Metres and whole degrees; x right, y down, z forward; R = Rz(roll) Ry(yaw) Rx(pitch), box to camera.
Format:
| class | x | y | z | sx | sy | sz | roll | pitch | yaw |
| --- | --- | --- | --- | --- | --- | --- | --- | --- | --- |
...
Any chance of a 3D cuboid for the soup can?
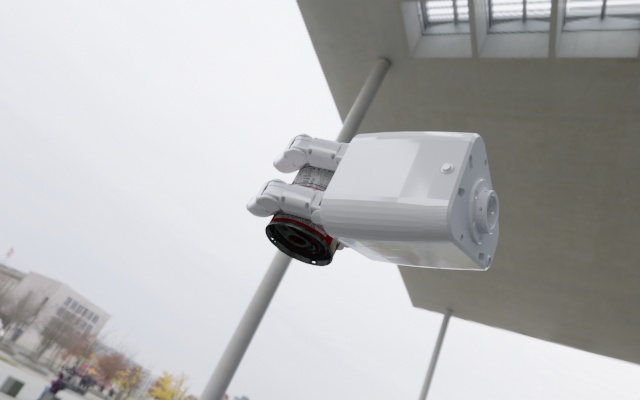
| class | x | y | z | sx | sy | sz | roll | pitch | yaw |
| --- | --- | --- | --- | --- | --- | --- | --- | --- | --- |
| soup can | 0.000 | 0.001 | 0.455 | 0.068 | 0.102 | 0.068 | 20 | -29 | 12 |
